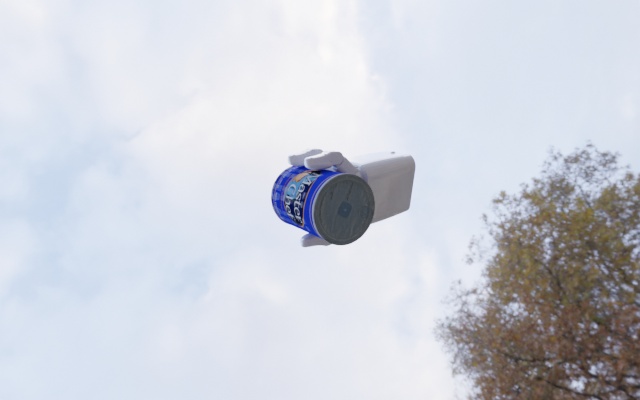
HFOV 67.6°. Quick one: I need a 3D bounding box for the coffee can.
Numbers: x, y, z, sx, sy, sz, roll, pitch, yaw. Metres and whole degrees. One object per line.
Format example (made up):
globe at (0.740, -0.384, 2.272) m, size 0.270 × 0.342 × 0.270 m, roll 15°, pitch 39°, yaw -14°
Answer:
coffee can at (0.000, 0.003, 0.726) m, size 0.103 × 0.103 × 0.140 m, roll 0°, pitch 9°, yaw -31°
